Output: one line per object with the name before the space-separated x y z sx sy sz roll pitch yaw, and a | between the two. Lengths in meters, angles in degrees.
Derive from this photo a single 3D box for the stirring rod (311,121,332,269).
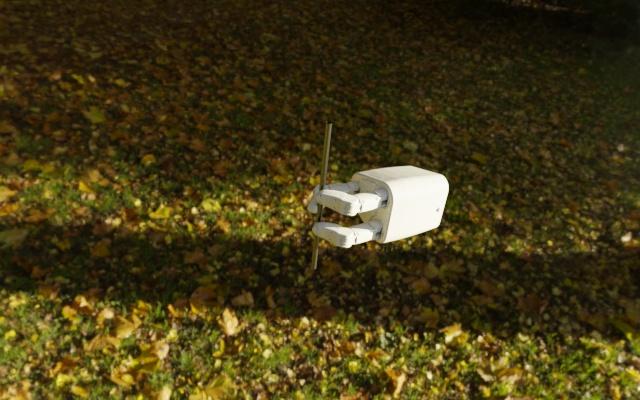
stirring rod | 0.000 0.002 0.674 0.011 0.240 0.011 4 32 -3
